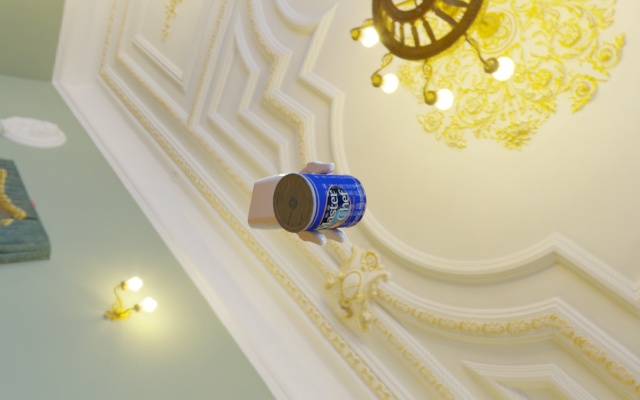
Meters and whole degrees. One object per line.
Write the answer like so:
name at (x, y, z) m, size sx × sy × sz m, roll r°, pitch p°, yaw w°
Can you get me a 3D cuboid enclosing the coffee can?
coffee can at (0.000, 0.003, 0.861) m, size 0.103 × 0.103 × 0.140 m, roll 0°, pitch 1°, yaw 44°
